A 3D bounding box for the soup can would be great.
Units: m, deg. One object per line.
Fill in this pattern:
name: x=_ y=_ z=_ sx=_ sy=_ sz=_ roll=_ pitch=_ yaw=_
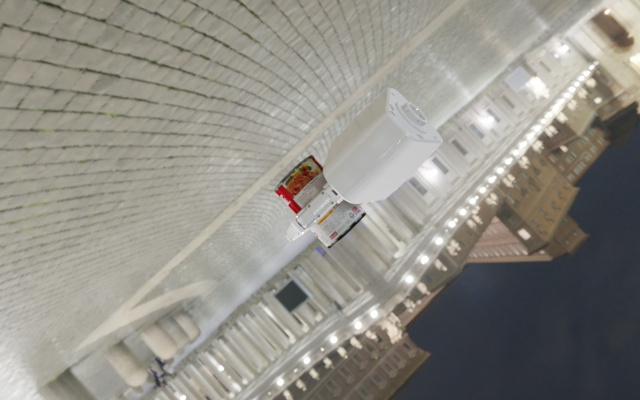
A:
soup can: x=0.000 y=0.003 z=0.603 sx=0.068 sy=0.102 sz=0.068 roll=-43 pitch=-2 yaw=-2
